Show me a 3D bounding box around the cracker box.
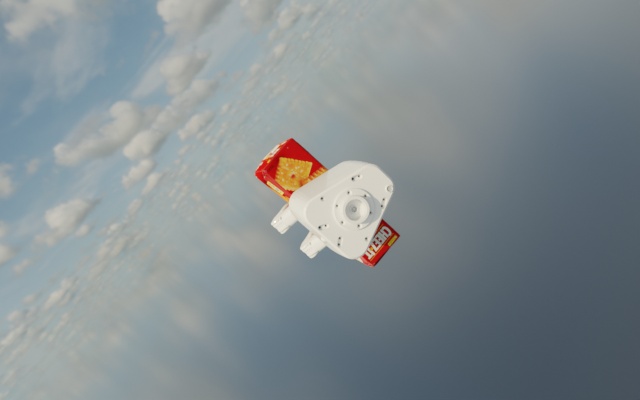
[{"bbox_3d":[0.000,0.002,0.742,0.214,0.072,0.164,42,-6,-11],"label":"cracker box"}]
